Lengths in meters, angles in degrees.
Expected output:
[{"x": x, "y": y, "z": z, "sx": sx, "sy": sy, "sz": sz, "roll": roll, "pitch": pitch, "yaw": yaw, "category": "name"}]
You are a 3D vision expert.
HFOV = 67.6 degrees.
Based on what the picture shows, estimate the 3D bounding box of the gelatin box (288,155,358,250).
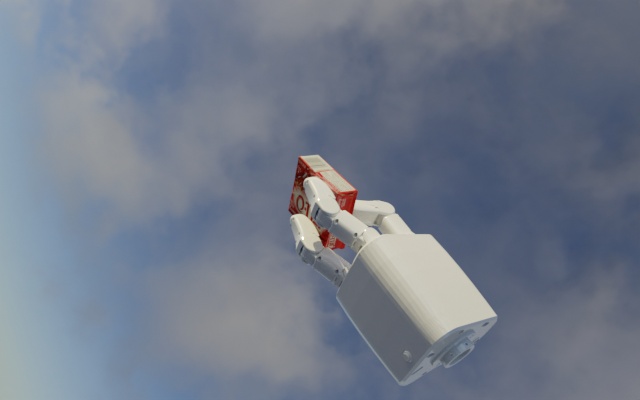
[{"x": 0.000, "y": 0.001, "z": 0.526, "sx": 0.030, "sy": 0.073, "sz": 0.089, "roll": -6, "pitch": 34, "yaw": -31, "category": "gelatin box"}]
